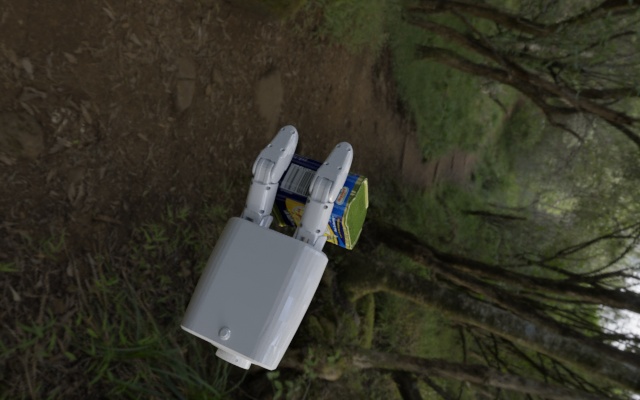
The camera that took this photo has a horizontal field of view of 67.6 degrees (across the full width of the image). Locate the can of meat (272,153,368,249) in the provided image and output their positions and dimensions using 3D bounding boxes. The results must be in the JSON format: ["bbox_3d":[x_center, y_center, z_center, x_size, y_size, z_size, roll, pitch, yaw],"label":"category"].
[{"bbox_3d":[0.000,0.002,0.482,0.084,0.057,0.102,20,-21,15],"label":"can of meat"}]
